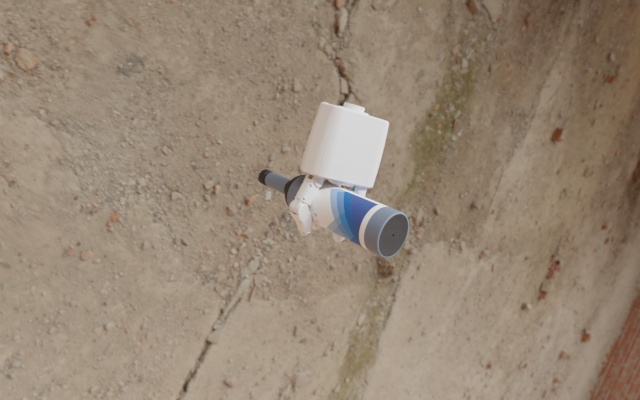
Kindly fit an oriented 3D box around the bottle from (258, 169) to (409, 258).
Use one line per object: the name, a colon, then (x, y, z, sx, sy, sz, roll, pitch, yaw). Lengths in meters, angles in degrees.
bottle: (0.000, 0.003, 0.744, 0.069, 0.069, 0.295, 0, 18, -45)
